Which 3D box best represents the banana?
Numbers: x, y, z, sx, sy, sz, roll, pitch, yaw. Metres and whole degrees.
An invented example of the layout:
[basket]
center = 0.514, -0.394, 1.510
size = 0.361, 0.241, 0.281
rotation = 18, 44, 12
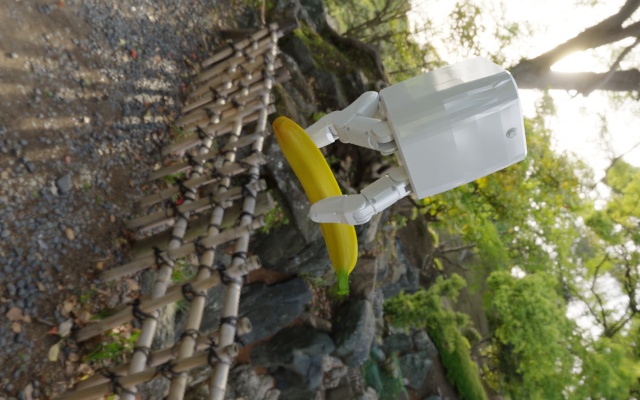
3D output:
[banana]
center = 0.003, -0.001, 0.504
size = 0.037, 0.198, 0.069
rotation = -19, 16, 11
